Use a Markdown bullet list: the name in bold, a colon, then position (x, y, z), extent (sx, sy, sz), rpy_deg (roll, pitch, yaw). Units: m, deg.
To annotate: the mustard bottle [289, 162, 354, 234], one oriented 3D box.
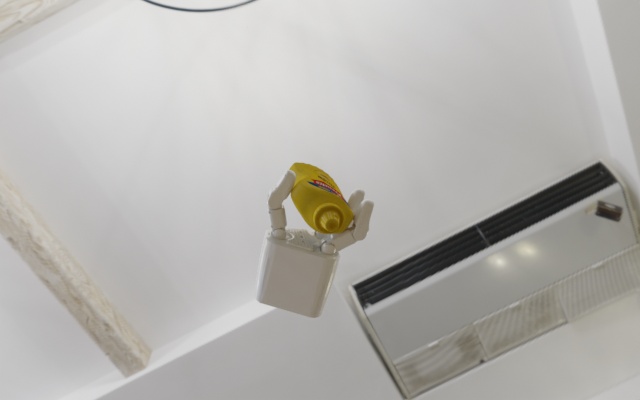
- **mustard bottle**: position (0.000, 0.002, 0.699), extent (0.096, 0.058, 0.191), rpy_deg (34, 11, -18)
